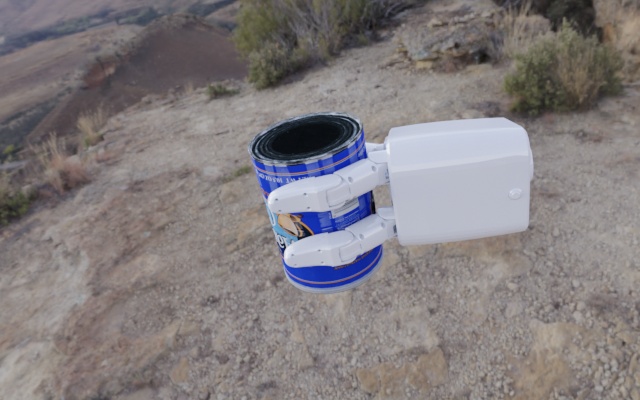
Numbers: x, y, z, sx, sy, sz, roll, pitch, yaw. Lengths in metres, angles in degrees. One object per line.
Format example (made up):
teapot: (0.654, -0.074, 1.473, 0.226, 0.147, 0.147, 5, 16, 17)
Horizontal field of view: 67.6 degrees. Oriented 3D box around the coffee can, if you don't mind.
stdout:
coffee can: (0.000, 0.002, 0.450, 0.103, 0.140, 0.102, -10, 30, 6)
